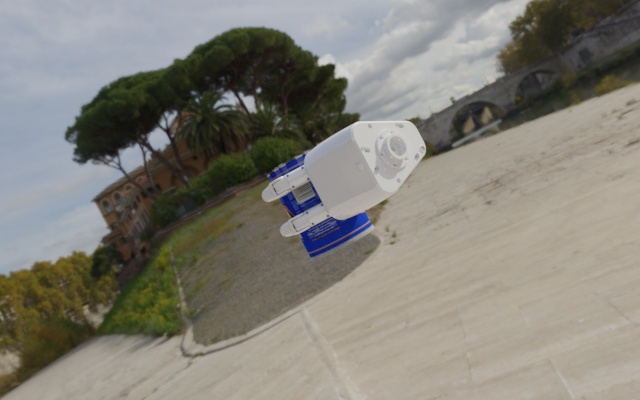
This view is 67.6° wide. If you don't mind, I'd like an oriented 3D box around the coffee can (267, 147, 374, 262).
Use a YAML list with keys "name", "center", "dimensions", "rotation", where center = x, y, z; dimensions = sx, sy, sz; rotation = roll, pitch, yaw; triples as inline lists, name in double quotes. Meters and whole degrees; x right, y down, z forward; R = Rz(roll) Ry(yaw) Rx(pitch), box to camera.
- name: "coffee can"
  center: [0.000, 0.002, 0.687]
  dimensions: [0.103, 0.140, 0.103]
  rotation: [-28, 0, 0]
